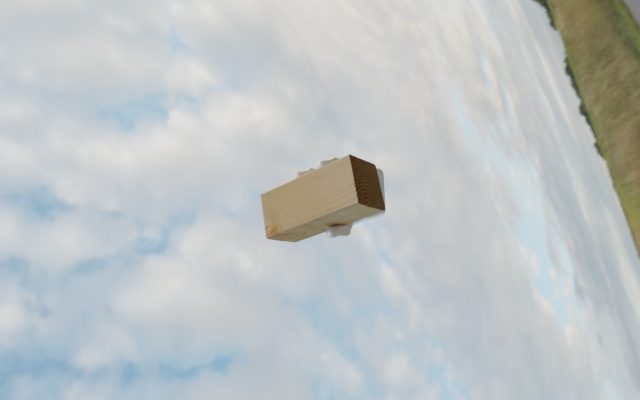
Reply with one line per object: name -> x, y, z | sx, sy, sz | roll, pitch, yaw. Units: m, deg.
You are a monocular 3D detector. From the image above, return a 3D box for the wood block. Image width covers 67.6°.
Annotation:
wood block -> 0.000, 0.003, 0.863 | 0.206, 0.090, 0.090 | -23, -22, 33
